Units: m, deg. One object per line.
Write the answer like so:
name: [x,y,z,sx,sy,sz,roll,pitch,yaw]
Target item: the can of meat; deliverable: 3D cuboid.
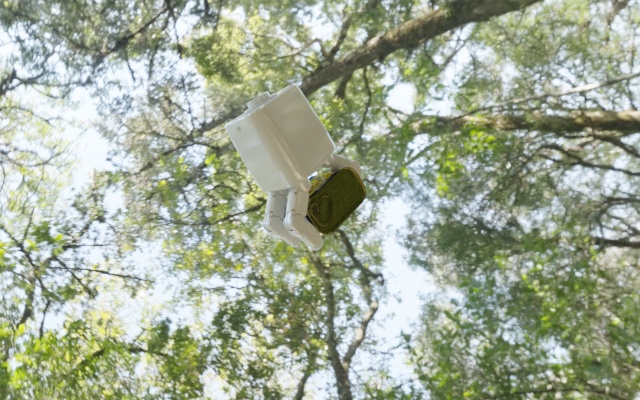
can of meat: [0.000,0.002,0.673,0.102,0.057,0.084,-44,21,-29]
